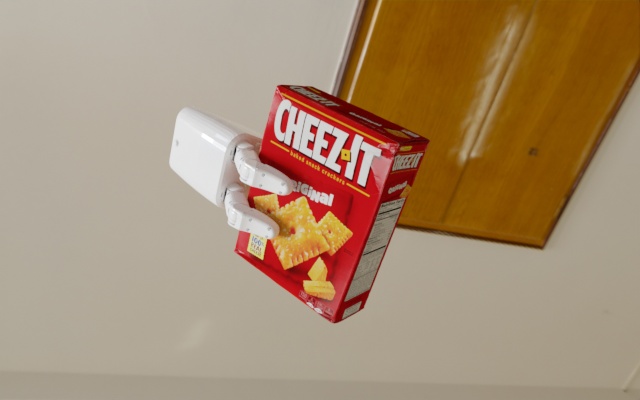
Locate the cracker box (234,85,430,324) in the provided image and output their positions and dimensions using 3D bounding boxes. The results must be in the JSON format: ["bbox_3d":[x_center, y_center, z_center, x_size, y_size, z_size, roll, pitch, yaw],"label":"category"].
[{"bbox_3d":[0.000,0.002,0.528,0.164,0.214,0.072,31,26,29],"label":"cracker box"}]
